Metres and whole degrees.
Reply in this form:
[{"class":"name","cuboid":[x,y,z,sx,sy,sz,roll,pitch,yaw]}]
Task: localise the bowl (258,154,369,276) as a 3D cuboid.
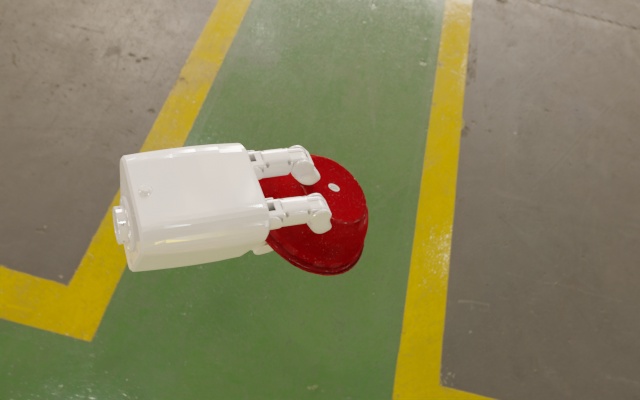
[{"class":"bowl","cuboid":[0.001,0.001,0.545,0.162,0.162,0.055,0,-34,-42]}]
